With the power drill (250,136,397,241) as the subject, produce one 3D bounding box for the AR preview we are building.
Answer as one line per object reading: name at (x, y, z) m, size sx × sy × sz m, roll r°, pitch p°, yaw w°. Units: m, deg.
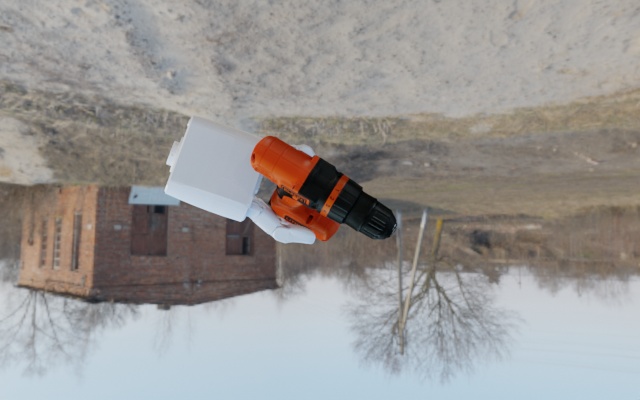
power drill at (0.000, 0.002, 0.609) m, size 0.184 × 0.057 × 0.188 m, roll 33°, pitch -15°, yaw 4°
